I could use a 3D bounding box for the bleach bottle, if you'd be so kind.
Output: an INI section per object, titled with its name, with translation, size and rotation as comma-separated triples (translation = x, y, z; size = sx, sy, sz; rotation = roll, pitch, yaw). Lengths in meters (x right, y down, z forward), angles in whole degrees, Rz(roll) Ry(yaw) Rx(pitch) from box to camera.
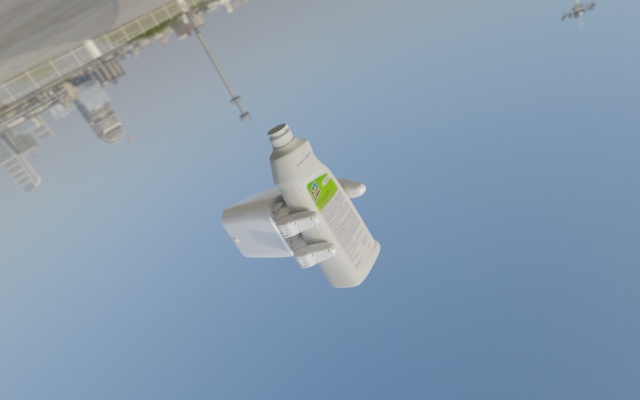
[bleach bottle]
translation = 0.000, 0.002, 0.680
size = 0.068, 0.251, 0.102
rotation = -9, 31, 36
